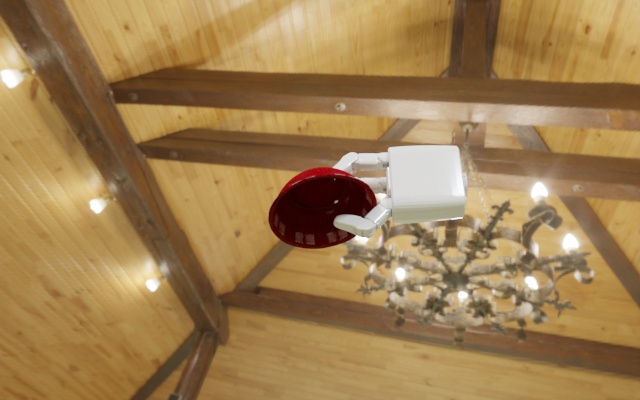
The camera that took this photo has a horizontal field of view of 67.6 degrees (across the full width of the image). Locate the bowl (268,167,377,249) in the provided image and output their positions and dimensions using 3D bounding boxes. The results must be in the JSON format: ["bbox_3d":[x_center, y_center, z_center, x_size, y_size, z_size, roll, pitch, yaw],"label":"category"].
[{"bbox_3d":[-0.001,0.002,0.715,0.162,0.055,0.162,-7,-43,-7],"label":"bowl"}]
